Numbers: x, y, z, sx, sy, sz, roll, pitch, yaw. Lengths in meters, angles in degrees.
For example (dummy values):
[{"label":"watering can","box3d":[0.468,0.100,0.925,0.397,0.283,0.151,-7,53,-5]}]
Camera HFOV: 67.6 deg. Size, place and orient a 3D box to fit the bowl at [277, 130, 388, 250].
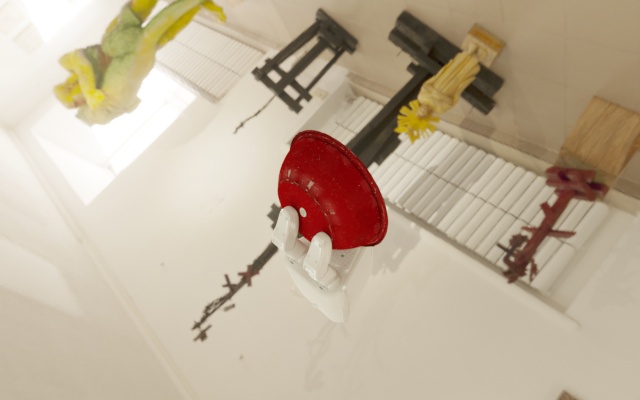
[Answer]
[{"label":"bowl","box3d":[0.000,0.001,0.554,0.055,0.162,0.162,-37,19,-27]}]
